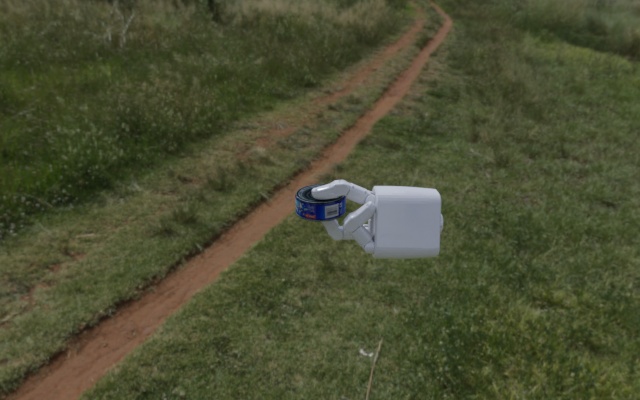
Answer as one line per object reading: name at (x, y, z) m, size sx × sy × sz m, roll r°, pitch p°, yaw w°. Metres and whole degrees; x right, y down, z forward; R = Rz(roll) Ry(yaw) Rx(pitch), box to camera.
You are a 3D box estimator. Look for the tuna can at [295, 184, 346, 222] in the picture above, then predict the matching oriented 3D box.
tuna can at (0.000, 0.002, 0.802) m, size 0.086 × 0.034 × 0.086 m, roll -1°, pitch 23°, yaw 0°
